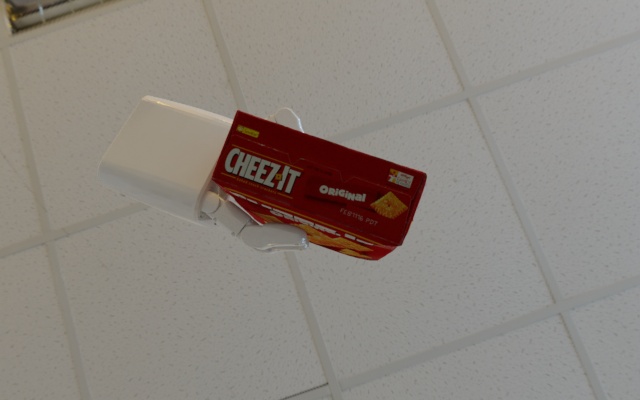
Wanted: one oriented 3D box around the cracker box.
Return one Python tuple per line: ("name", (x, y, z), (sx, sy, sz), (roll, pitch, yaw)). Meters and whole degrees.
("cracker box", (0.000, 0.001, 0.478), (0.164, 0.072, 0.214), (19, -9, 5))
